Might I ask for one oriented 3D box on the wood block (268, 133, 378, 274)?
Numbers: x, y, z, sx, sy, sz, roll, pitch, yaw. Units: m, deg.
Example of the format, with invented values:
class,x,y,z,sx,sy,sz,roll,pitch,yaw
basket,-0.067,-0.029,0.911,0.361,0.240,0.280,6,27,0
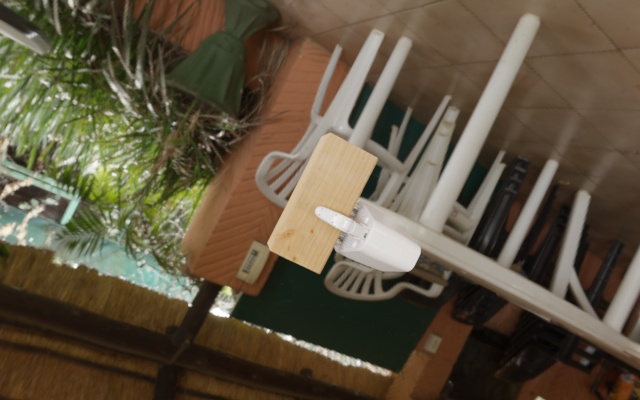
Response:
class,x,y,z,sx,sy,sz,roll,pitch,yaw
wood block,0.000,0.003,0.785,0.090,0.206,0.091,27,-1,-11
